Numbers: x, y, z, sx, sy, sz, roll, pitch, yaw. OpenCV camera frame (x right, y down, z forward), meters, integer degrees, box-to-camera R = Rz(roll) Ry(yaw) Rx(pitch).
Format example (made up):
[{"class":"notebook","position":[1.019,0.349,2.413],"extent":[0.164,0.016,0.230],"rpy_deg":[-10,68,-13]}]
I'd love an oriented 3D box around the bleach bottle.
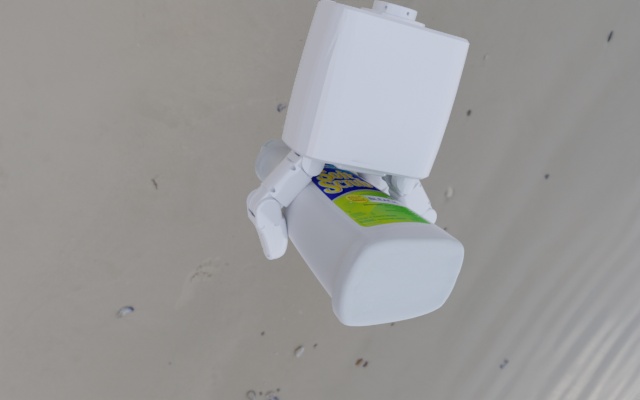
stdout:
[{"class":"bleach bottle","position":[0.000,0.001,0.409],"extent":[0.102,0.068,0.250],"rpy_deg":[1,25,-32]}]
